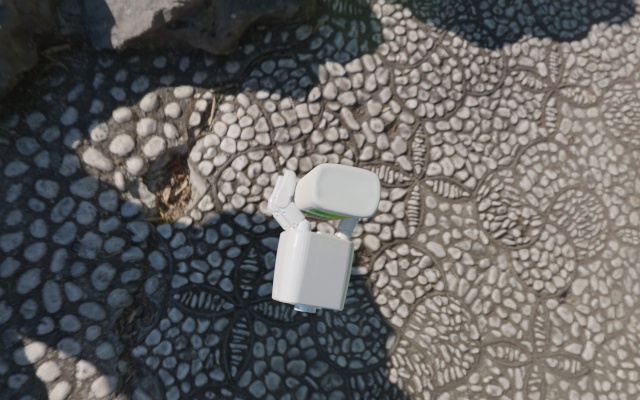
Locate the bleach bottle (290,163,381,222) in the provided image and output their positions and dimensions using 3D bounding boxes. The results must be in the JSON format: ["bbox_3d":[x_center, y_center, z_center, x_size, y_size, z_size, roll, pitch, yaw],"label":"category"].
[{"bbox_3d":[0.000,0.002,0.752,0.102,0.068,0.251,12,-11,-14],"label":"bleach bottle"}]
